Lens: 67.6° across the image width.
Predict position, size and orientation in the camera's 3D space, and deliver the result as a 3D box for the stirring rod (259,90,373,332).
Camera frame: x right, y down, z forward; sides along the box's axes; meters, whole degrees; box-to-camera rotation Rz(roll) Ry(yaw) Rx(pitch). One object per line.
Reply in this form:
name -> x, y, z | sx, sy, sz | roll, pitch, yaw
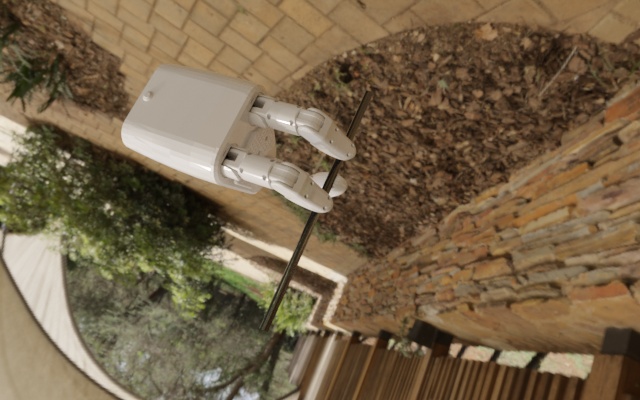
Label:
stirring rod -> 0.000, 0.001, 0.426 | 0.011, 0.239, 0.011 | 22, -17, 7
